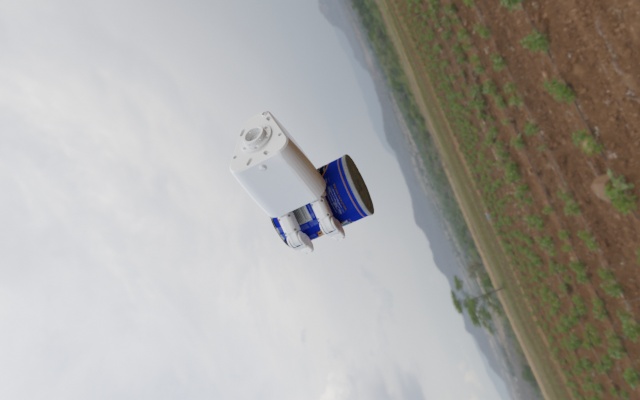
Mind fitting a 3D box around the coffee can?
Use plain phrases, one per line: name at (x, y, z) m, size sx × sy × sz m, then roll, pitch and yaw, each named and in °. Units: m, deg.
coffee can at (0.000, 0.002, 0.755) m, size 0.140 × 0.103 × 0.103 m, roll -25°, pitch -7°, yaw 14°
